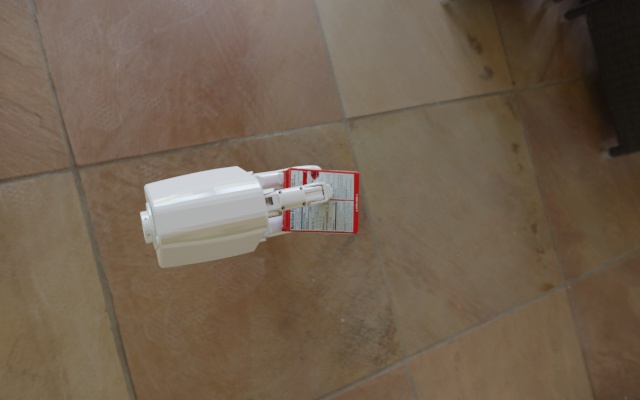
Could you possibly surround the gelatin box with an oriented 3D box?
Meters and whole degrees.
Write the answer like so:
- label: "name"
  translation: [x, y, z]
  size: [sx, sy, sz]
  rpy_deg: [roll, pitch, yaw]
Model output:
- label: "gelatin box"
  translation: [0.001, 0.002, 0.558]
  size: [0.089, 0.073, 0.030]
  rpy_deg: [2, -5, -16]
